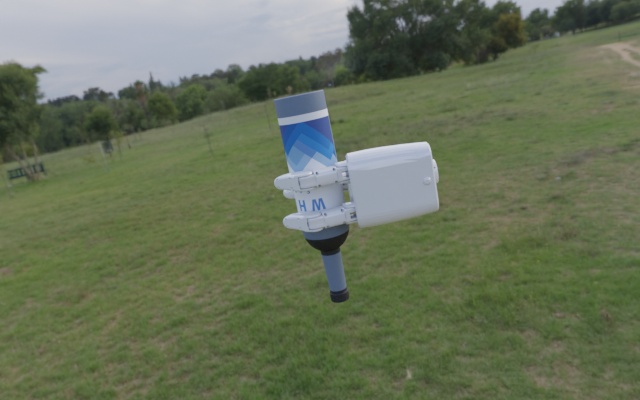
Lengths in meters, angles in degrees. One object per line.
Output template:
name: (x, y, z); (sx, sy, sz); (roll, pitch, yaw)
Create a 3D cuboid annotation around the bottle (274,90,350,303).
bottle: (0.000, 0.002, 0.658); (0.069, 0.296, 0.069); (-11, 14, 3)
